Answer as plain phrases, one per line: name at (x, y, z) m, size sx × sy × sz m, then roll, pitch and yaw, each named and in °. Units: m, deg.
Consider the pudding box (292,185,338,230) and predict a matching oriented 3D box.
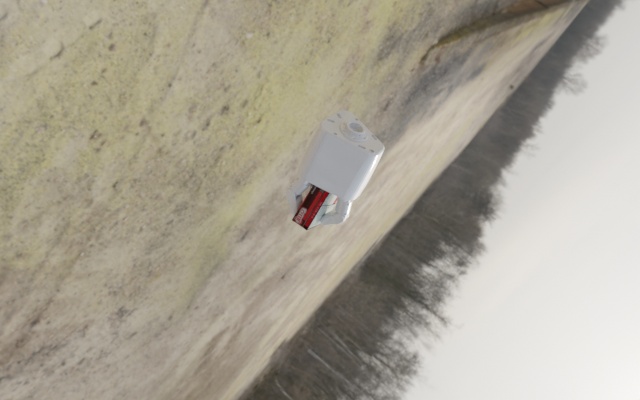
pudding box at (0.000, 0.003, 0.880) m, size 0.039 × 0.090 × 0.113 m, roll 36°, pitch 14°, yaw 13°
